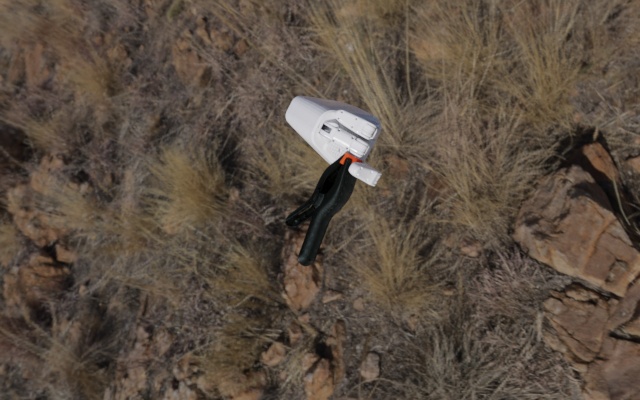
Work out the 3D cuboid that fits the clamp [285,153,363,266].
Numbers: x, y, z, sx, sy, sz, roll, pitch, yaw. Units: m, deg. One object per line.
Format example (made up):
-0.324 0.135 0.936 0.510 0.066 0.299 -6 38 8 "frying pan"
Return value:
0.000 0.002 0.716 0.039 0.171 0.120 26 10 -33 "clamp"
